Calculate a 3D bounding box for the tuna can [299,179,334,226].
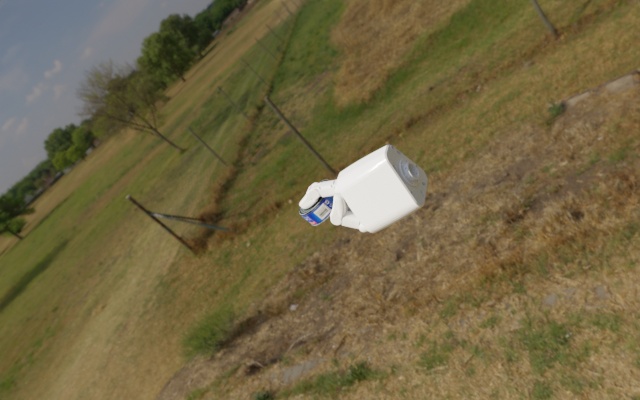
[{"bbox_3d":[0.000,0.003,0.880,0.034,0.086,0.086,40,-16,-20],"label":"tuna can"}]
